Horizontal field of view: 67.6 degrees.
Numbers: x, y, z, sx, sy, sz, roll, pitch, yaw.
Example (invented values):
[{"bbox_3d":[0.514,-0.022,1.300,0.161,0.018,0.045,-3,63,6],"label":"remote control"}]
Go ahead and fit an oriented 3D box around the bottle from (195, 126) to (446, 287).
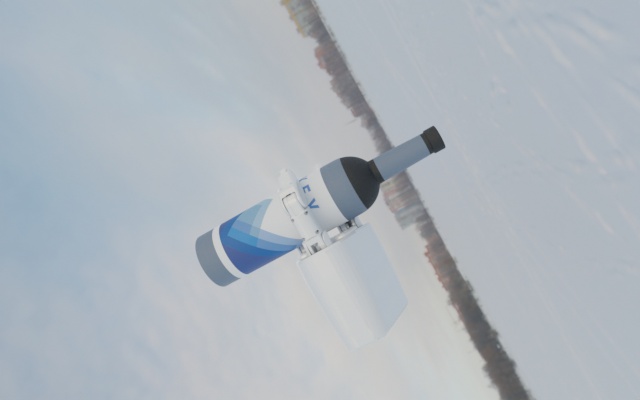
[{"bbox_3d":[0.000,0.002,0.534,0.296,0.069,0.069,-29,-6,11],"label":"bottle"}]
